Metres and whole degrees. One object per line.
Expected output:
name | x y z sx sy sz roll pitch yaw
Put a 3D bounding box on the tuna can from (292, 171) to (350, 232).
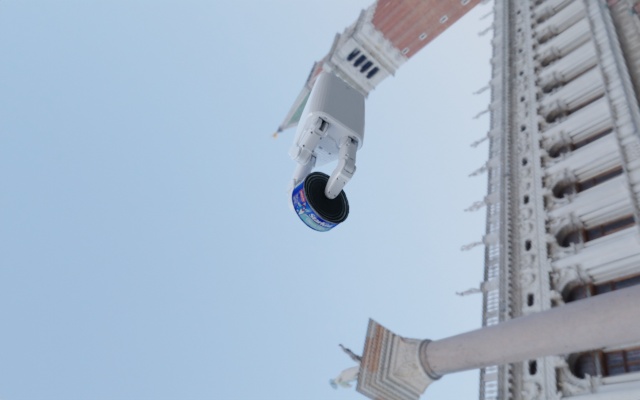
tuna can | 0.000 0.003 0.700 0.086 0.086 0.034 0 -28 -46
